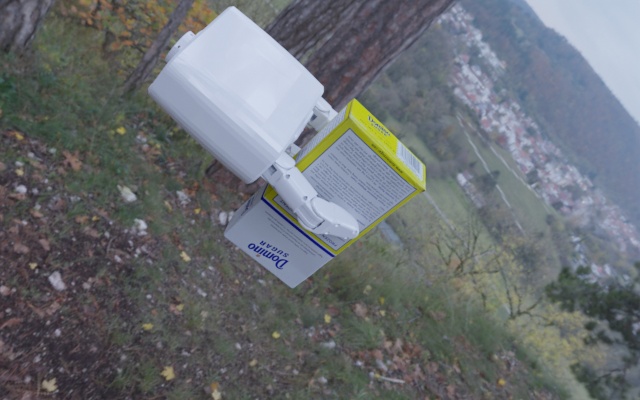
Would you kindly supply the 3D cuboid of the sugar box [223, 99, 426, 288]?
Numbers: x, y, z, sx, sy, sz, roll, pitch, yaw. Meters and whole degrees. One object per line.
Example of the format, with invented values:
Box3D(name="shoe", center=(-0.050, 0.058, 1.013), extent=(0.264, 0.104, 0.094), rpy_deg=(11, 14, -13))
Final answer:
Box3D(name="sugar box", center=(0.000, 0.001, 0.439), extent=(0.176, 0.093, 0.048), rpy_deg=(-39, 19, 31))
